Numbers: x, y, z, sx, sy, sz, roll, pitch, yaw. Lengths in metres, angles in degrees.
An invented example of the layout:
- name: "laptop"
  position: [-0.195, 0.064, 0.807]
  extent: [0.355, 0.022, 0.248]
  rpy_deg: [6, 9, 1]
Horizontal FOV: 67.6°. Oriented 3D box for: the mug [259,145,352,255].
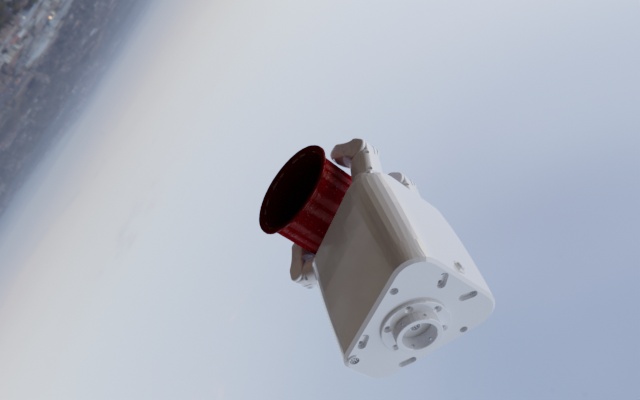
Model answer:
- name: "mug"
  position: [0.000, 0.001, 0.462]
  extent: [0.081, 0.093, 0.117]
  rpy_deg: [33, 22, -28]
